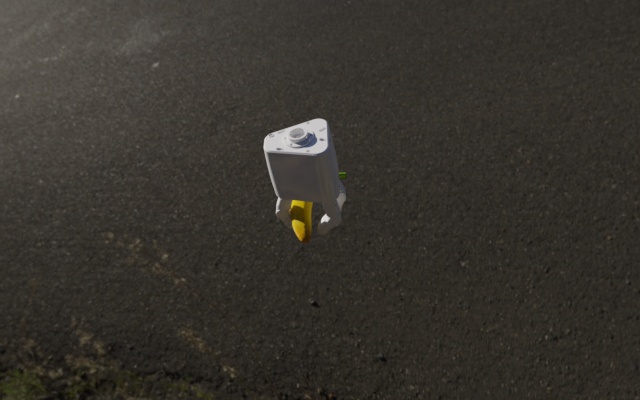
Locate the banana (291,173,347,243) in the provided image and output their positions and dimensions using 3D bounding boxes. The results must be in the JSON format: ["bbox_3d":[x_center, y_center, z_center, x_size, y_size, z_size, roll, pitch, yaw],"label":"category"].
[{"bbox_3d":[-0.016,-0.004,0.887,0.069,0.037,0.197,16,48,16],"label":"banana"}]
